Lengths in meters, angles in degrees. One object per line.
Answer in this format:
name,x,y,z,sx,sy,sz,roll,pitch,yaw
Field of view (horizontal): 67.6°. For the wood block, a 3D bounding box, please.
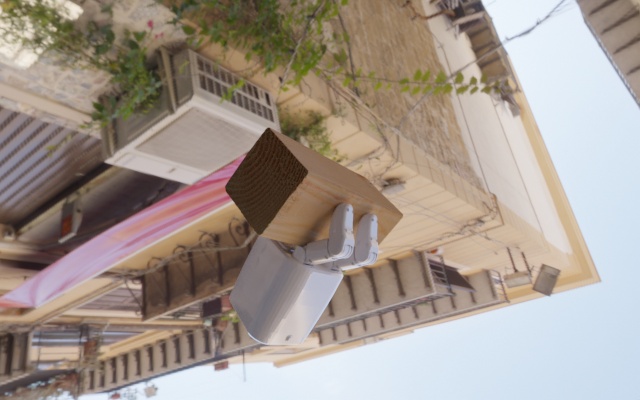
wood block,0.000,0.002,0.585,0.206,0.090,0.090,22,21,-51
